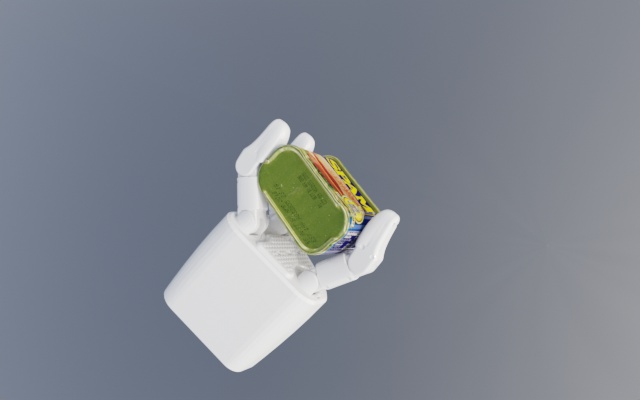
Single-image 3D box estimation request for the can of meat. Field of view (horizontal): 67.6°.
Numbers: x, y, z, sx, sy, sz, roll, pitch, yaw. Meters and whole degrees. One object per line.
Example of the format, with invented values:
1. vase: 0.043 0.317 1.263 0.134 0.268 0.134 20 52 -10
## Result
1. can of meat: 0.000 0.001 0.428 0.057 0.102 0.084 -43 -20 17
